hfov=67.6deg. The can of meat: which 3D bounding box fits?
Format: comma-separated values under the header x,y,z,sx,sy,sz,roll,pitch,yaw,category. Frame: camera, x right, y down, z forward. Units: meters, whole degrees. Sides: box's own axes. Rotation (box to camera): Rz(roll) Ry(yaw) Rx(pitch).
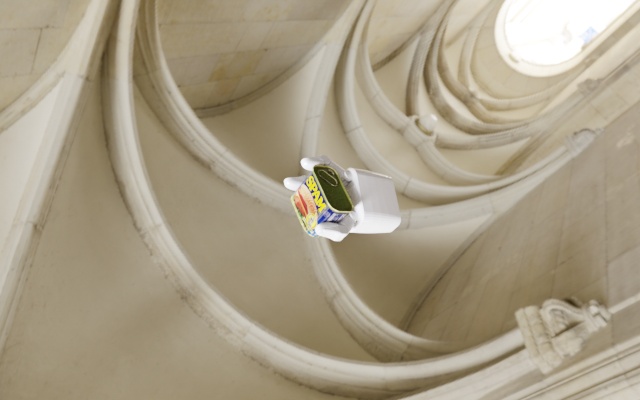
x,y,z,sx,sy,sz,roll,pitch,yaw,category
0.000,0.003,0.835,0.057,0.102,0.084,2,-38,-40,can of meat
